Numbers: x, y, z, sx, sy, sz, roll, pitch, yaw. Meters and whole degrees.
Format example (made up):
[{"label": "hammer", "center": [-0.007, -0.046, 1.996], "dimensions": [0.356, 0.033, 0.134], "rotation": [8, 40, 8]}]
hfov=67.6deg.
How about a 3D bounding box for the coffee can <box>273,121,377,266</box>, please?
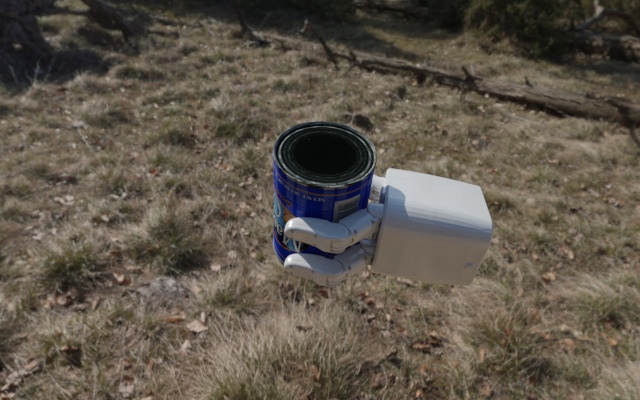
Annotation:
[{"label": "coffee can", "center": [0.000, 0.002, 0.513], "dimensions": [0.103, 0.140, 0.102], "rotation": [3, 45, -3]}]
